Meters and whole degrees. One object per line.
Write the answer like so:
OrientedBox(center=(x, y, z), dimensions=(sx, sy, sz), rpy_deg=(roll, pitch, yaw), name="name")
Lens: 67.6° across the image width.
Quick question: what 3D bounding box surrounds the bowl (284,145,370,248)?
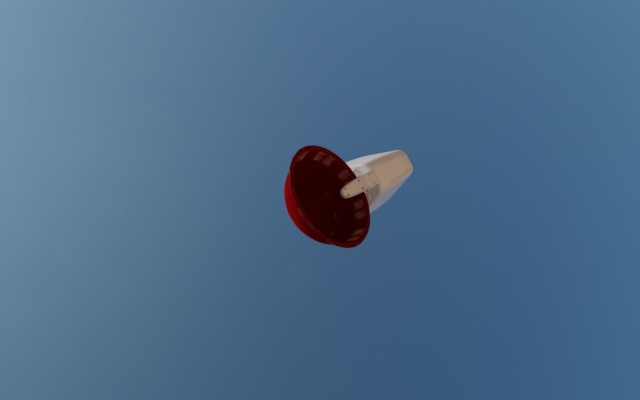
OrientedBox(center=(-0.001, 0.003, 0.701), dimensions=(0.055, 0.162, 0.162), rpy_deg=(-30, -19, 37), name="bowl")
